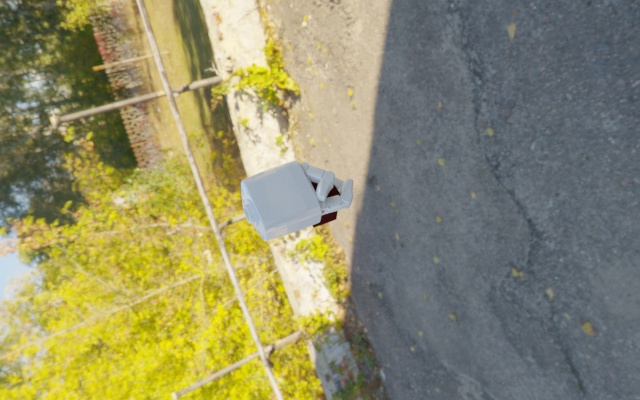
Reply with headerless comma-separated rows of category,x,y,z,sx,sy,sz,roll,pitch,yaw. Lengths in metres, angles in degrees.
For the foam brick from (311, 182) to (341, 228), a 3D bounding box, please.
foam brick,0.000,0.003,0.889,0.051,0.053,0.078,-21,-33,-21
